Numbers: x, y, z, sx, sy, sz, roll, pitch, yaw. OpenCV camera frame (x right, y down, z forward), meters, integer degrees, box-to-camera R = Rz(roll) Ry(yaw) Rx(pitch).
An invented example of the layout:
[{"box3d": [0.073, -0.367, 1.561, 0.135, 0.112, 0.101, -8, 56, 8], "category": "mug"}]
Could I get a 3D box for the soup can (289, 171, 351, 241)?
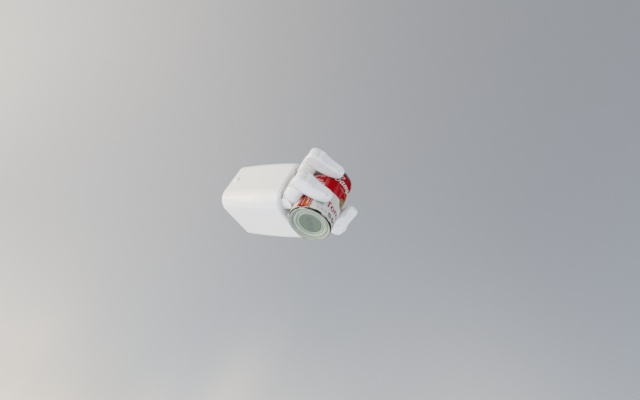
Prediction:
[{"box3d": [0.000, 0.003, 0.724, 0.068, 0.068, 0.102, 0, 41, 26], "category": "soup can"}]
